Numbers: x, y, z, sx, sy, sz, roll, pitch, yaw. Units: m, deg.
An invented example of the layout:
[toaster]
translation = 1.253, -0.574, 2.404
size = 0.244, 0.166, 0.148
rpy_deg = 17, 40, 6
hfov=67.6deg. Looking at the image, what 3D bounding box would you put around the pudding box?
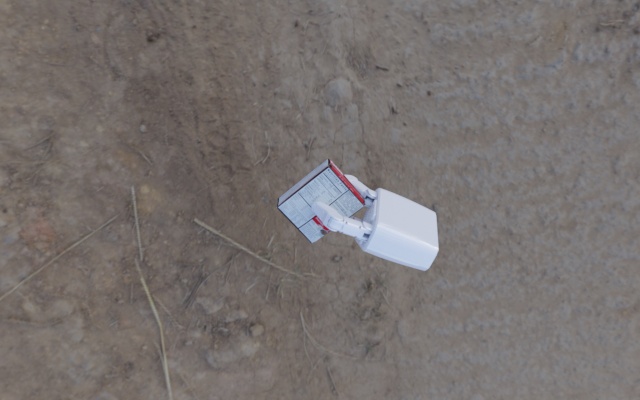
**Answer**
[pudding box]
translation = 0.000, 0.003, 0.755
size = 0.113, 0.090, 0.039
rpy_deg = -38, 17, 15
